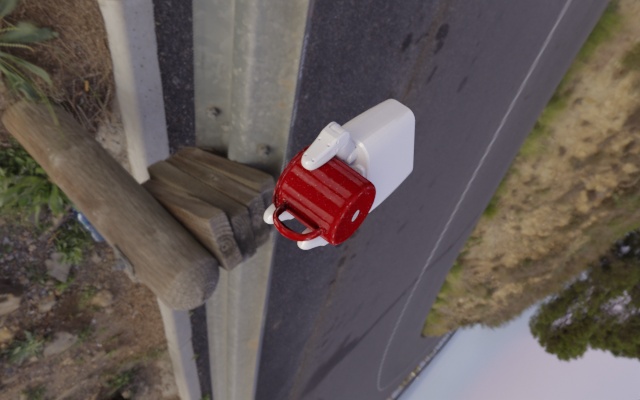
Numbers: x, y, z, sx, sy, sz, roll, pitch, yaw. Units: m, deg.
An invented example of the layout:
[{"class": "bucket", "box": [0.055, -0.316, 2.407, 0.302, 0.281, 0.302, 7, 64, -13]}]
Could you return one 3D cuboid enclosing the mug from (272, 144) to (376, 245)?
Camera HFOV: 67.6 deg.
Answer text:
[{"class": "mug", "box": [-0.001, 0.003, 0.526, 0.081, 0.093, 0.117, 36, 54, 22]}]
